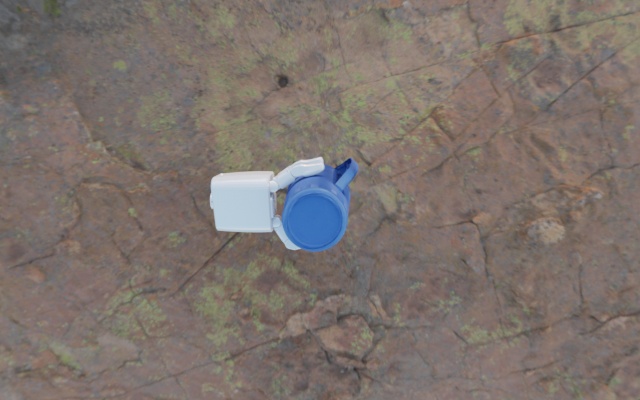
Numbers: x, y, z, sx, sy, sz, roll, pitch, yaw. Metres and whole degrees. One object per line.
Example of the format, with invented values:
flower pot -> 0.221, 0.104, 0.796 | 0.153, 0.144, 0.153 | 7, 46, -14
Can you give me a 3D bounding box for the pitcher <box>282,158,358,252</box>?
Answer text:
pitcher -> 0.000, 0.003, 0.884 | 0.145, 0.149, 0.242 | 0, 11, 1
